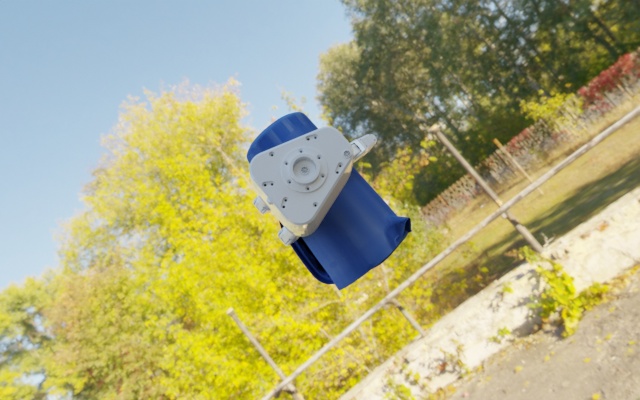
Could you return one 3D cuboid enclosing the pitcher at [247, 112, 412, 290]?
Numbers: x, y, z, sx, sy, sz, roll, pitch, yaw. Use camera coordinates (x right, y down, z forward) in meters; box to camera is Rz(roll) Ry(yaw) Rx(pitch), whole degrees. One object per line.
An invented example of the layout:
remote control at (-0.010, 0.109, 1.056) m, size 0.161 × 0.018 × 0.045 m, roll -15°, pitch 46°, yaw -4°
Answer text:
pitcher at (0.000, 0.002, 0.689) m, size 0.149 × 0.243 × 0.145 m, roll -38°, pitch -5°, yaw -6°
